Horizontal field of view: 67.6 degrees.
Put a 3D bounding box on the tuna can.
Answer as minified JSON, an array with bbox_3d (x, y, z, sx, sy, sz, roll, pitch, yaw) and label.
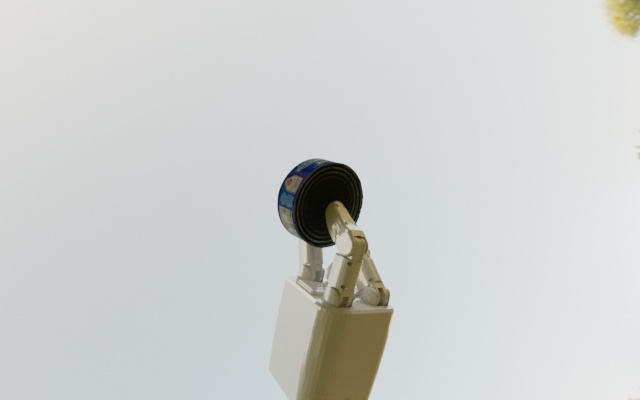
[{"bbox_3d":[0.000,0.001,0.477,0.086,0.086,0.033,0,14,-39],"label":"tuna can"}]
